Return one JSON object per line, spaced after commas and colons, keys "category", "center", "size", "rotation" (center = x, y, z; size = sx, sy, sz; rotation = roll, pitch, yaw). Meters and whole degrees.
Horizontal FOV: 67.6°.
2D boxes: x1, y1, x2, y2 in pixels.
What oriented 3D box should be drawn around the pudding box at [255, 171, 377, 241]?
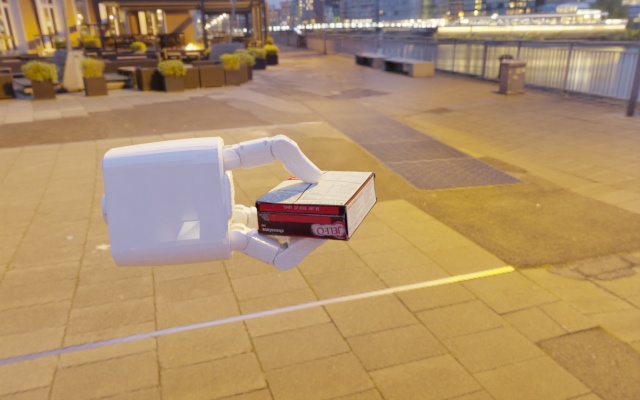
{"category": "pudding box", "center": [0.000, 0.001, 0.473], "size": [0.090, 0.039, 0.113], "rotation": [4, 22, 20]}
